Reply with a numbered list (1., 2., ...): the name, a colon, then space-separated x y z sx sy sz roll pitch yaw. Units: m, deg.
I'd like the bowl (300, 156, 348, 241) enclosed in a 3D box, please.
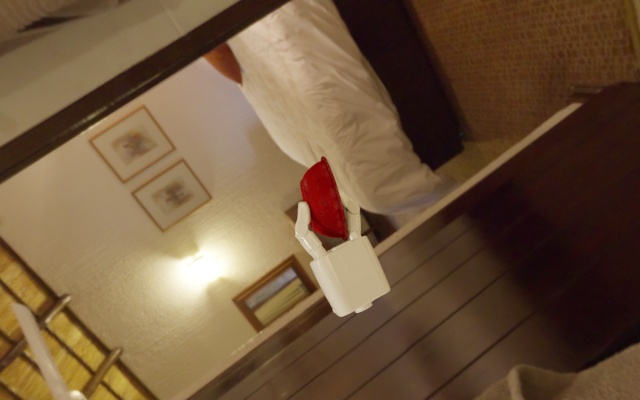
1. bowl: -0.001 0.002 0.875 0.055 0.162 0.162 -15 1 -6
